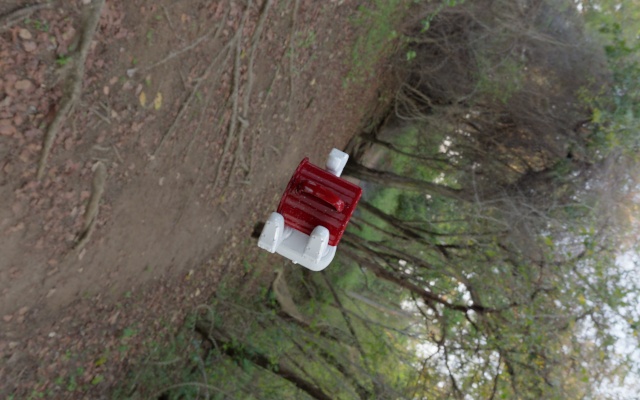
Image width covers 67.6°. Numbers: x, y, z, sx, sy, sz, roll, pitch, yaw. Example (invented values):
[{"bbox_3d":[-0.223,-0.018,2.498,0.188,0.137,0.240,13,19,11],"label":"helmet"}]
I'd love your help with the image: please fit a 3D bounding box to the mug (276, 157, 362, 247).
[{"bbox_3d":[0.000,0.002,0.576,0.081,0.093,0.117,25,-14,4],"label":"mug"}]
